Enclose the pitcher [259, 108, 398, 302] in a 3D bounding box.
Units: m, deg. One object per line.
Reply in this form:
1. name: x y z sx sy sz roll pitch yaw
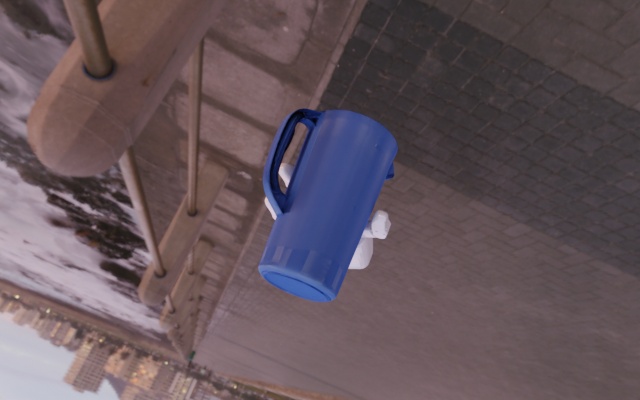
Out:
1. pitcher: 0.000 0.002 0.648 0.149 0.242 0.145 15 -24 17
